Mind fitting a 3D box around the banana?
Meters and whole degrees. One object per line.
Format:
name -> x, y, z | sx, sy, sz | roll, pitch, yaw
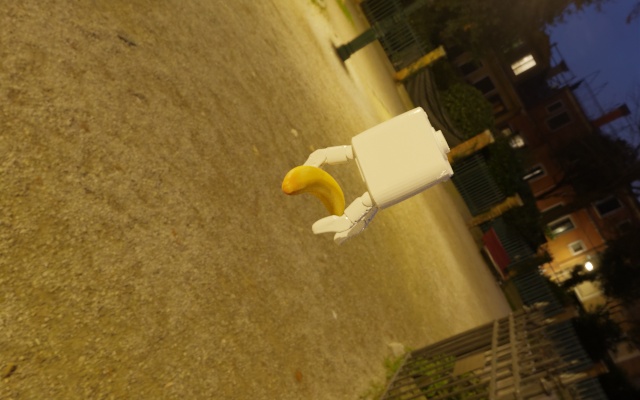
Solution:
banana -> -0.002, -0.013, 0.677 | 0.037, 0.069, 0.198 | -22, -26, 18
